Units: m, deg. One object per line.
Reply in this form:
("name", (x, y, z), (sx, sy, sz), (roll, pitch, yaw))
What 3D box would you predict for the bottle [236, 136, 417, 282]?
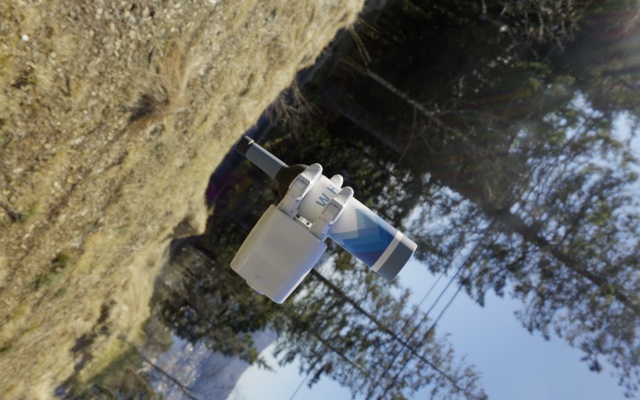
("bottle", (0.000, 0.002, 0.695), (0.295, 0.069, 0.069), (37, 4, 5))
